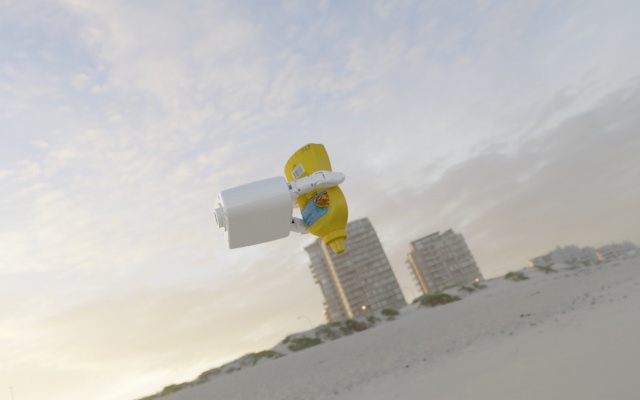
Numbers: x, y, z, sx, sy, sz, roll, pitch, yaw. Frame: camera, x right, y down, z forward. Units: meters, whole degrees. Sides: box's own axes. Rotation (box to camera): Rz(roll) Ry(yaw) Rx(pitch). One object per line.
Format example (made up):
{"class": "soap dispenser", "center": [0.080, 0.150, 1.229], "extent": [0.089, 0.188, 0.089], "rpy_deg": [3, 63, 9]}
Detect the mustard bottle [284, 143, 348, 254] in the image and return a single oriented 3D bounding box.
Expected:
{"class": "mustard bottle", "center": [0.000, 0.002, 0.826], "extent": [0.058, 0.191, 0.096], "rpy_deg": [-1, -29, -42]}
